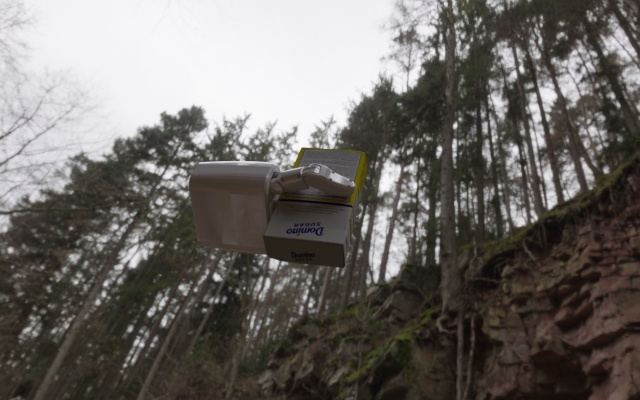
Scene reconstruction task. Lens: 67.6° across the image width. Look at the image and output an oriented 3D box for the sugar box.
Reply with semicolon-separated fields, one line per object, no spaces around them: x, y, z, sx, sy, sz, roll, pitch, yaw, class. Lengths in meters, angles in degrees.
0.000;0.002;0.590;0.093;0.048;0.176;6;44;13;sugar box
